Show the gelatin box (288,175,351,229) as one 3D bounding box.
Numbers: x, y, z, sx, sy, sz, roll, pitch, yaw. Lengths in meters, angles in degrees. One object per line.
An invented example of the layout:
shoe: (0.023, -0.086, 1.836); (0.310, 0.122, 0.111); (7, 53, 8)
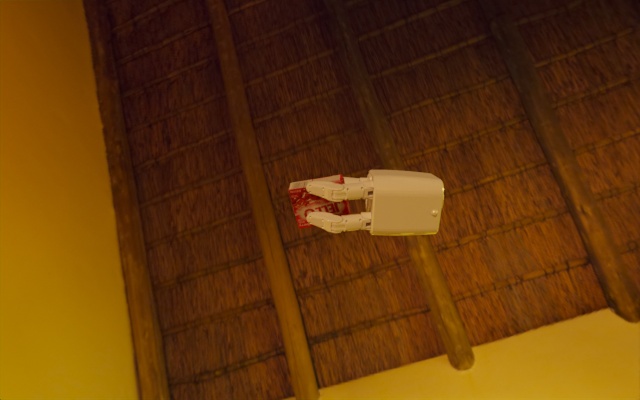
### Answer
gelatin box: (0.000, 0.002, 0.768); (0.089, 0.073, 0.030); (-9, 27, 10)
